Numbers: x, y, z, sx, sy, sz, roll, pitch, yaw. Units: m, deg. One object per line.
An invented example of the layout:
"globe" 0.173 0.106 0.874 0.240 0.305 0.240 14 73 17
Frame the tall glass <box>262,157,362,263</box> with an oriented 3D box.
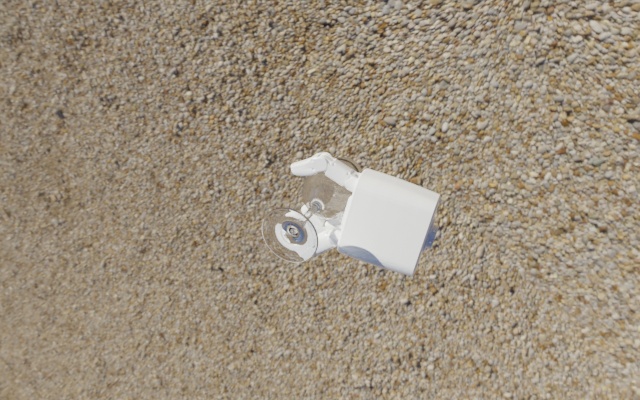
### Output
"tall glass" 0.000 0.002 0.650 0.079 0.079 0.201 0 24 24
